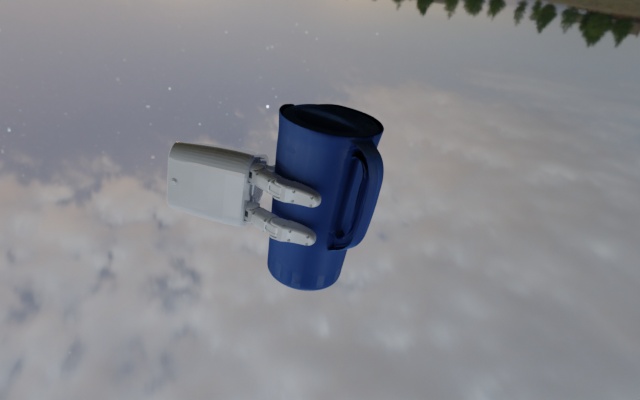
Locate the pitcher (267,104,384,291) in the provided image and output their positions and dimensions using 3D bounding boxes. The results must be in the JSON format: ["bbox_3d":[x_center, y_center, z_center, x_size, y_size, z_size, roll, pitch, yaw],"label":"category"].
[{"bbox_3d":[0.000,0.002,0.637,0.145,0.243,0.149,13,26,6],"label":"pitcher"}]
